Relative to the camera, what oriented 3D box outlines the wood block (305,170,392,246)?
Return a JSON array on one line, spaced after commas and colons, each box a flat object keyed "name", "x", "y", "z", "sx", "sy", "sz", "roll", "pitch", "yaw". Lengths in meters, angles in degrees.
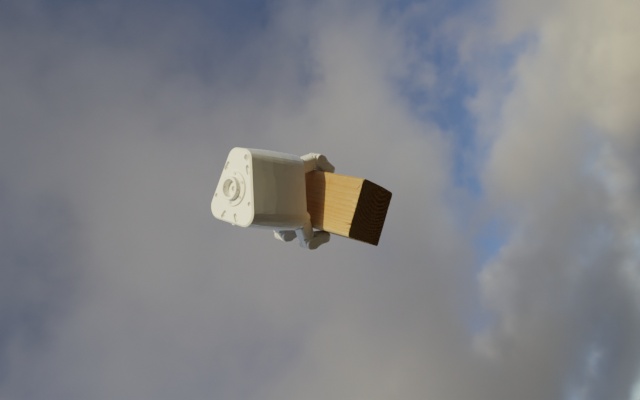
[{"name": "wood block", "x": 0.000, "y": 0.002, "z": 0.786, "sx": 0.206, "sy": 0.091, "sz": 0.090, "roll": 13, "pitch": -5, "yaw": 39}]
